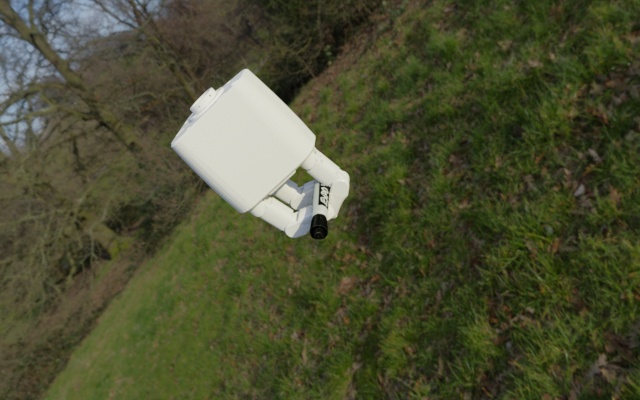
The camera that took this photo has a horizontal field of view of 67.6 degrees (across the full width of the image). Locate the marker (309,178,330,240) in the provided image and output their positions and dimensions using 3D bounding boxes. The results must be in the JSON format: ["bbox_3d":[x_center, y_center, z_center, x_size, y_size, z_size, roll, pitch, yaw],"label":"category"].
[{"bbox_3d":[0.000,0.002,0.518,0.020,0.020,0.121,0,33,3],"label":"marker"}]
